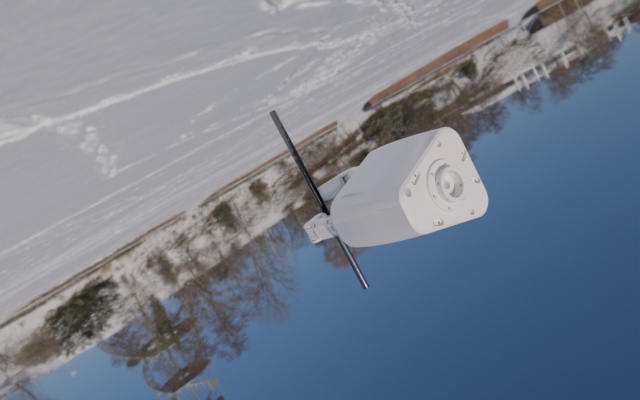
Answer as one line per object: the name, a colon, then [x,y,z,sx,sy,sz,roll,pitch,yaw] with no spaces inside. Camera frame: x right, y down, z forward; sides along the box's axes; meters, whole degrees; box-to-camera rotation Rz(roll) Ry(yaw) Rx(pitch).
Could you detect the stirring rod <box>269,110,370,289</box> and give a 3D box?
stirring rod: [0.000,0.002,0.569,0.011,0.239,0.011,-28,8,4]
